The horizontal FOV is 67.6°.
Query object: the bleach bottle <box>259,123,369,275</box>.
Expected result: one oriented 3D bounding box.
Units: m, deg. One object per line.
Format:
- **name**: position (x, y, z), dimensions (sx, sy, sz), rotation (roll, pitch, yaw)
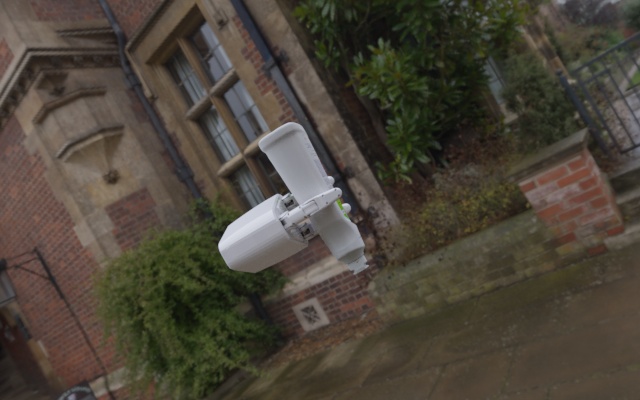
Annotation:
- **bleach bottle**: position (0.000, 0.002, 0.751), dimensions (0.068, 0.251, 0.102), rotation (-30, -2, 12)
